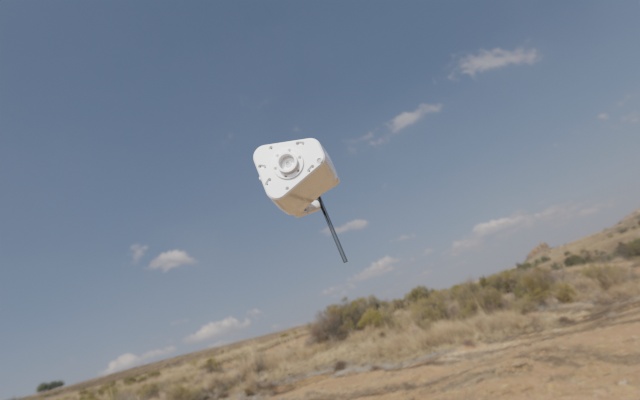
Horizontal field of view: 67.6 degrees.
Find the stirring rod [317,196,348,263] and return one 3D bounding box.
[{"bbox_3d":[0.000,0.003,0.882,0.011,0.239,0.011,-21,-16,-6],"label":"stirring rod"}]
